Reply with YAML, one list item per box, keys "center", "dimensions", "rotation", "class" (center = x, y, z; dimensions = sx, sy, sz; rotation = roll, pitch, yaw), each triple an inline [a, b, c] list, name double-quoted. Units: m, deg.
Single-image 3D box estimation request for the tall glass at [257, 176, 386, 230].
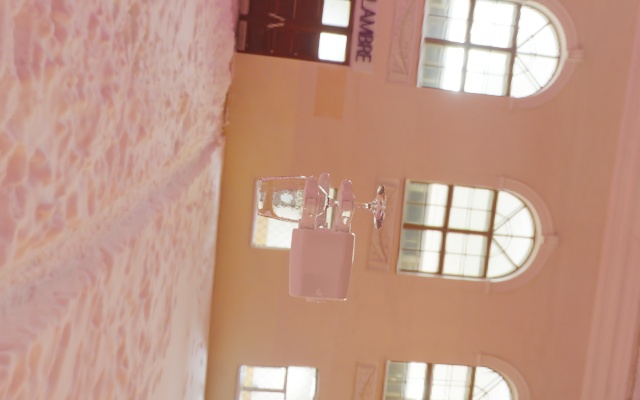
- center: [0.001, 0.002, 0.778]
  dimensions: [0.201, 0.079, 0.079]
  rotation: [5, -1, -5]
  class: "tall glass"
